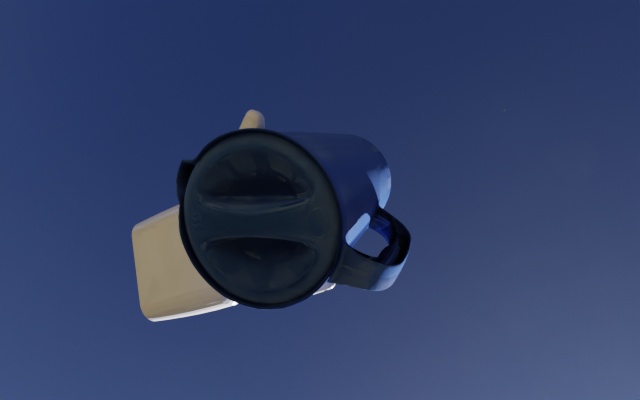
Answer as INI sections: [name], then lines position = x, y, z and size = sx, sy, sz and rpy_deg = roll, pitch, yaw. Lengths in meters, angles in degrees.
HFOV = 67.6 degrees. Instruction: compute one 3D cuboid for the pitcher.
[pitcher]
position = 0.000, 0.001, 0.445
size = 0.145, 0.149, 0.243
rpy_deg = -21, 2, 22
